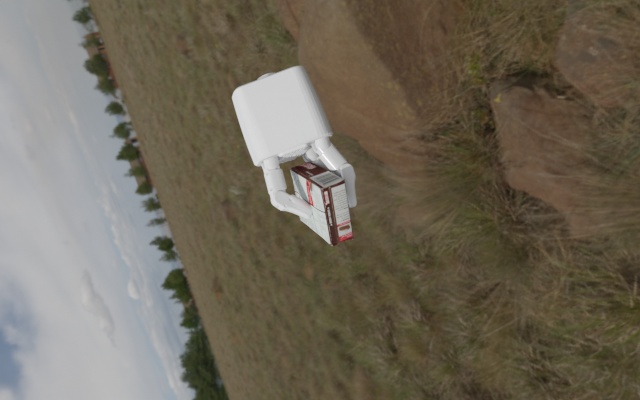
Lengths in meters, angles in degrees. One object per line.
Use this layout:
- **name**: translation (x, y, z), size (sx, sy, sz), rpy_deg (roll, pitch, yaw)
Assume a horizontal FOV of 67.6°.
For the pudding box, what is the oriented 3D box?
- **pudding box**: translation (0.000, 0.002, 0.677), size (0.039, 0.090, 0.113), rpy_deg (-19, 25, -19)
